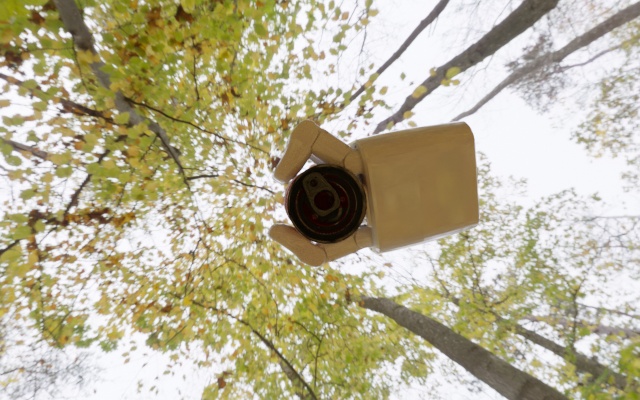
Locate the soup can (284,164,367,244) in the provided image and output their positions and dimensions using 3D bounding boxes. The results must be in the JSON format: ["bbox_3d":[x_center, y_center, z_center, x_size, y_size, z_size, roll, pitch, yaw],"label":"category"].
[{"bbox_3d":[0.000,0.002,0.450,0.068,0.068,0.102,0,2,-7],"label":"soup can"}]
